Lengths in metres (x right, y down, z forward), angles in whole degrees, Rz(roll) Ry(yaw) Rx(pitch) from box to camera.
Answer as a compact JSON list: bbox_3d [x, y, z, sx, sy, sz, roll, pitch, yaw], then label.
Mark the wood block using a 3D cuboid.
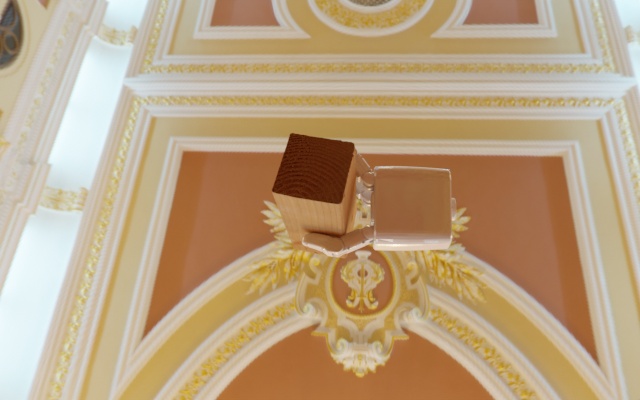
[{"bbox_3d":[0.000,0.003,0.686,0.090,0.090,0.206,10,-24,10],"label":"wood block"}]
